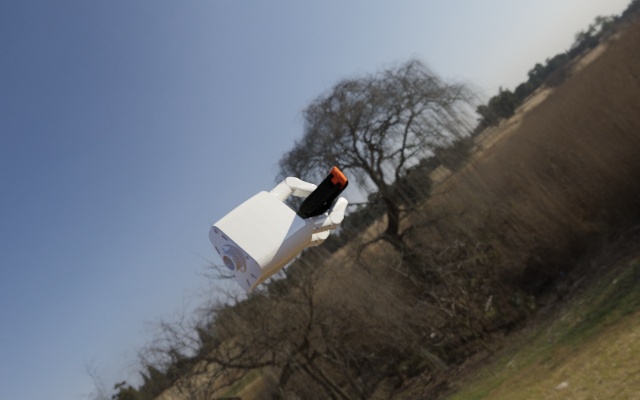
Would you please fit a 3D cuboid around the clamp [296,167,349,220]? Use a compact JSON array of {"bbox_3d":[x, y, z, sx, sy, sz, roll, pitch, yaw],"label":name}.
[{"bbox_3d":[0.000,0.002,0.785,0.164,0.036,0.210,-38,-8,-38],"label":"clamp"}]
